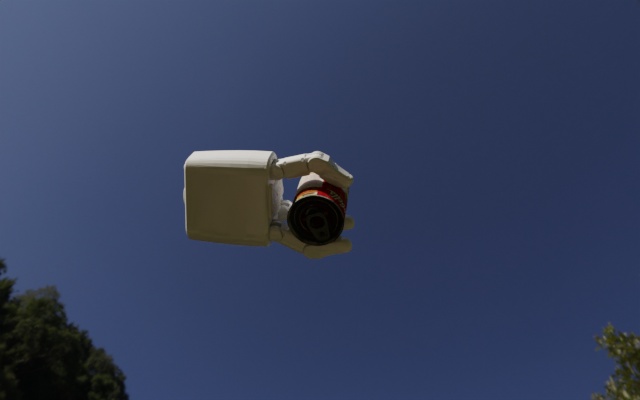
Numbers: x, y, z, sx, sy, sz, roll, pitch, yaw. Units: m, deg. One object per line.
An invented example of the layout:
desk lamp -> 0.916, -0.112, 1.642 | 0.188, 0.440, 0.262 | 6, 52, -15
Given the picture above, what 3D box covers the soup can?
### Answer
soup can -> 0.001, 0.002, 0.602 | 0.068, 0.068, 0.102 | 0, 27, 8
